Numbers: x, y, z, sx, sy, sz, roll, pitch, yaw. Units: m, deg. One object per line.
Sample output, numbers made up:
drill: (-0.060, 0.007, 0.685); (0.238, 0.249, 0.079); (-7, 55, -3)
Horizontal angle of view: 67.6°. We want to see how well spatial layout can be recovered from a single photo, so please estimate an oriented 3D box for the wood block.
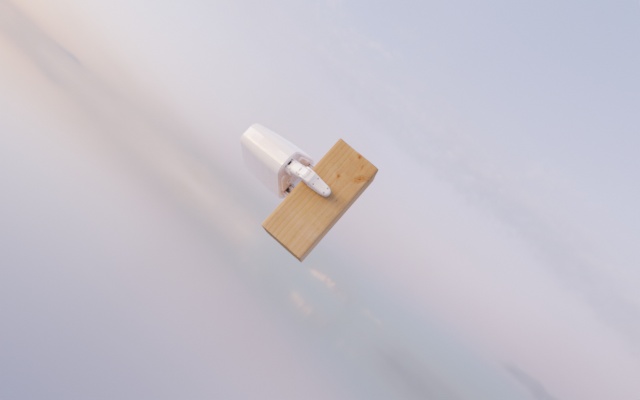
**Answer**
wood block: (0.000, 0.002, 0.856); (0.090, 0.206, 0.091); (40, -9, 8)
